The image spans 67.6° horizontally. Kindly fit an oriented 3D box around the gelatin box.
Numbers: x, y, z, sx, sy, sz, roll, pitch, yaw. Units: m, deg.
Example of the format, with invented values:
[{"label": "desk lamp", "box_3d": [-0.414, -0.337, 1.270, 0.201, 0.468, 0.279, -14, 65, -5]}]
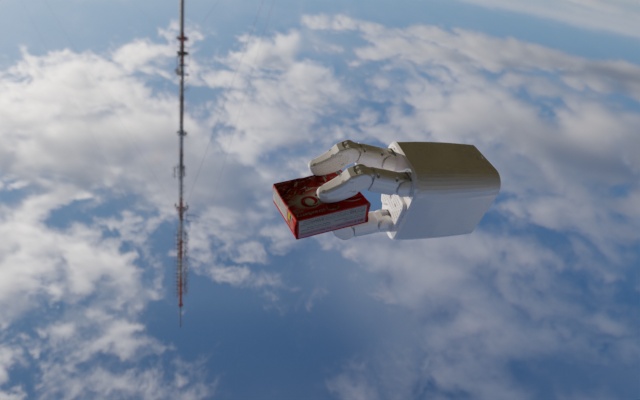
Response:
[{"label": "gelatin box", "box_3d": [0.000, 0.002, 0.533, 0.089, 0.030, 0.073, -13, 39, -20]}]
